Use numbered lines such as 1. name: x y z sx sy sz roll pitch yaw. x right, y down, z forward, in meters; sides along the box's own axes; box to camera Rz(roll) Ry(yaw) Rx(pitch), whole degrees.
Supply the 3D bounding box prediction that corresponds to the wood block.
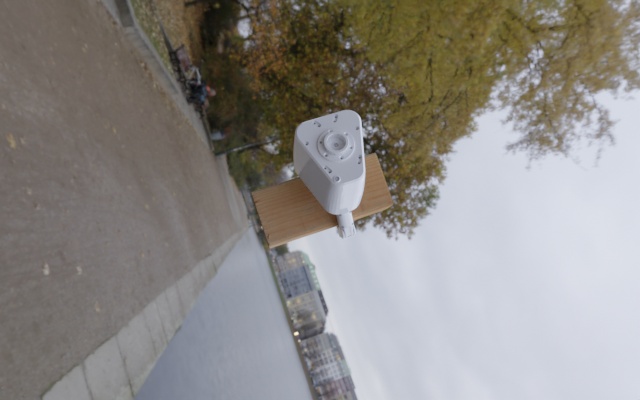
1. wood block: 0.000 0.003 0.779 0.206 0.091 0.090 -18 -6 -8
